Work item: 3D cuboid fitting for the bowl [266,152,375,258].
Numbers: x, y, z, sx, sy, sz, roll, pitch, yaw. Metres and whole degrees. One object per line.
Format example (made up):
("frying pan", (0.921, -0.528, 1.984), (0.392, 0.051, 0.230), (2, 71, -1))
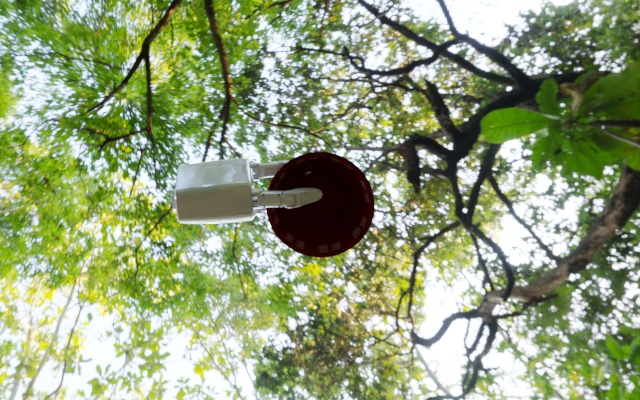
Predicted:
("bowl", (0.001, 0.003, 0.729), (0.162, 0.162, 0.055), (0, 14, 2))
